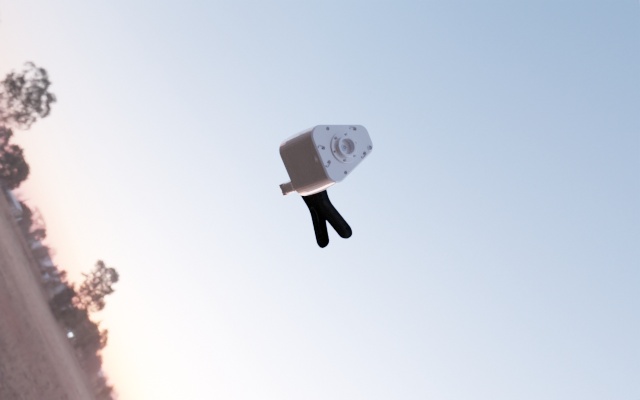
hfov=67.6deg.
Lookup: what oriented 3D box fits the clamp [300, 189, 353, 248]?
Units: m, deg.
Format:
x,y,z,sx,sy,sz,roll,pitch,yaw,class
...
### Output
x,y,z,sx,sy,sz,roll,pitch,yaw,class
0.001,0.002,0.837,0.039,0.171,0.120,-25,6,-31,clamp
